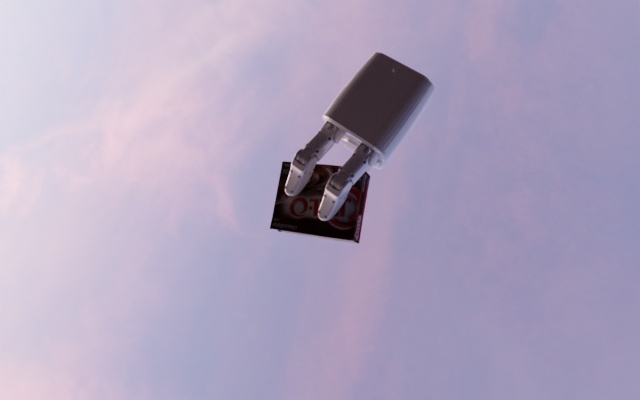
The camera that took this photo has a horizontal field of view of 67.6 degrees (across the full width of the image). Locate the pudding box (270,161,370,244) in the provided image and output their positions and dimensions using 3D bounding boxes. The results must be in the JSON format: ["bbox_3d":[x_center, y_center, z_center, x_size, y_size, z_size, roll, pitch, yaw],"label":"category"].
[{"bbox_3d":[0.000,0.002,0.601,0.113,0.090,0.039,6,-11,21],"label":"pudding box"}]
